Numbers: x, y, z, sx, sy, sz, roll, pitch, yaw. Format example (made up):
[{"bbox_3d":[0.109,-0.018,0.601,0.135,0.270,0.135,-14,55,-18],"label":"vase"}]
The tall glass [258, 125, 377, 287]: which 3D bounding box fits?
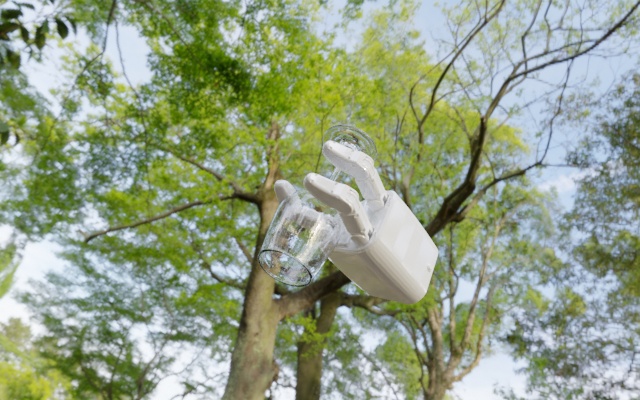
[{"bbox_3d":[0.000,0.001,0.556,0.079,0.079,0.201,0,44,32],"label":"tall glass"}]
